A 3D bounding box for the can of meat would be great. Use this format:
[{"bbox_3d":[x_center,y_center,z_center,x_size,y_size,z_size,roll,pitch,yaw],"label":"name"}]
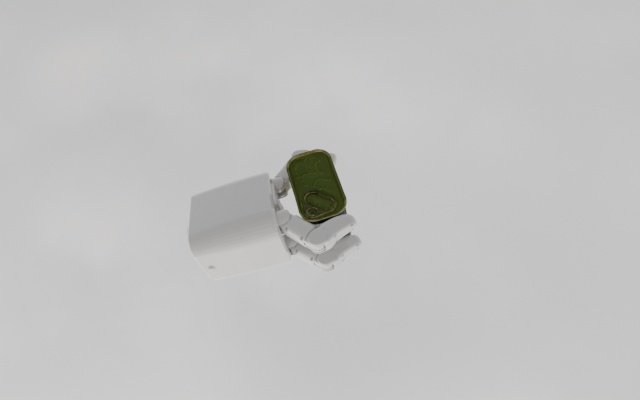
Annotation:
[{"bbox_3d":[0.000,0.002,0.600,0.057,0.102,0.084,-18,-35,-2],"label":"can of meat"}]
